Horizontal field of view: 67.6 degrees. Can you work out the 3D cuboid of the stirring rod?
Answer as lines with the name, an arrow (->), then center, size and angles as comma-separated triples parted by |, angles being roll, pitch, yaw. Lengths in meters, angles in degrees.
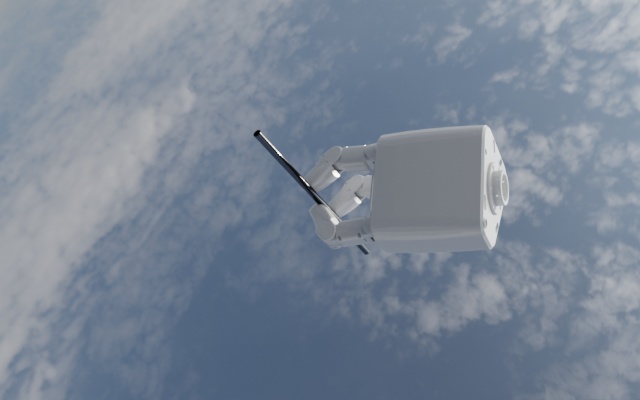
stirring rod -> 0.000, 0.002, 0.524 | 0.011, 0.011, 0.240 | 0, -32, 35
